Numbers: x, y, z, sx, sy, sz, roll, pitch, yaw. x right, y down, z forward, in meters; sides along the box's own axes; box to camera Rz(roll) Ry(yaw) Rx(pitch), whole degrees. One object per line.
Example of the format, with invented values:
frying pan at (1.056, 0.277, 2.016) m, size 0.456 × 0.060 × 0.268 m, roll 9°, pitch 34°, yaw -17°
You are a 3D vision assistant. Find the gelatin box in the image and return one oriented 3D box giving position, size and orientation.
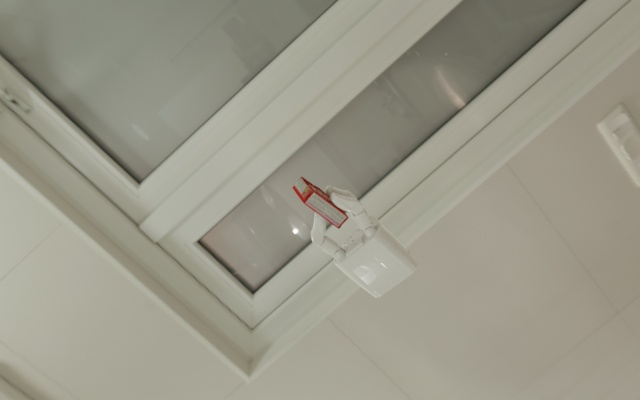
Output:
gelatin box at (0.000, 0.003, 0.834) m, size 0.089 × 0.030 × 0.073 m, roll 36°, pitch 8°, yaw -28°
